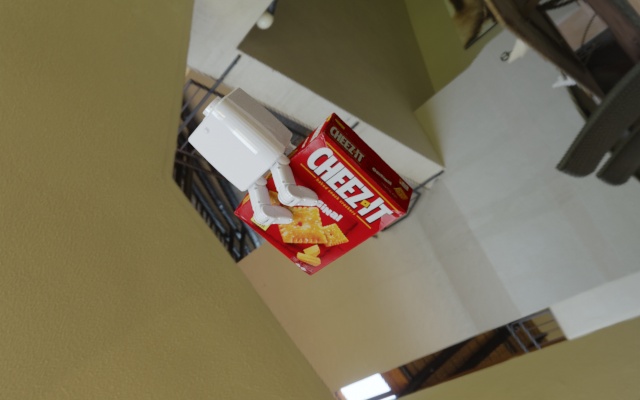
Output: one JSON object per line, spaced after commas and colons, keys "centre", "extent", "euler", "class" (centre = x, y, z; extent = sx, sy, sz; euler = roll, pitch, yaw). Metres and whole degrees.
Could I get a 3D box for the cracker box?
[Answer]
{"centre": [0.000, 0.002, 0.708], "extent": [0.214, 0.164, 0.072], "euler": [-38, 17, 36], "class": "cracker box"}
